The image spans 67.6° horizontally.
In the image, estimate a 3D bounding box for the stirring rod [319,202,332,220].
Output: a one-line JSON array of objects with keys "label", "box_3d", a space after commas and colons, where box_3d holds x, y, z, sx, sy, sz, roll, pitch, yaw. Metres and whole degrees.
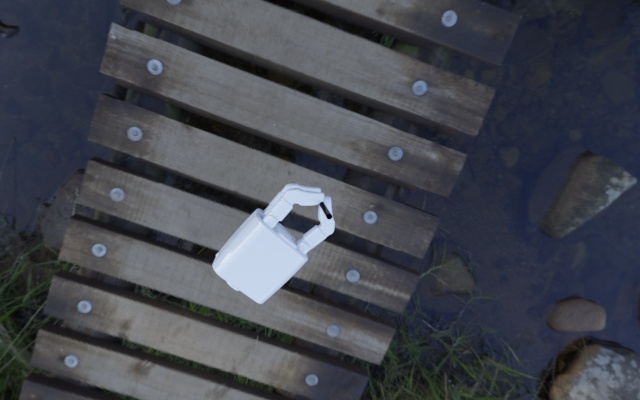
[{"label": "stirring rod", "box_3d": [0.000, 0.002, 0.739, 0.011, 0.011, 0.239, 0, 9, -6]}]
